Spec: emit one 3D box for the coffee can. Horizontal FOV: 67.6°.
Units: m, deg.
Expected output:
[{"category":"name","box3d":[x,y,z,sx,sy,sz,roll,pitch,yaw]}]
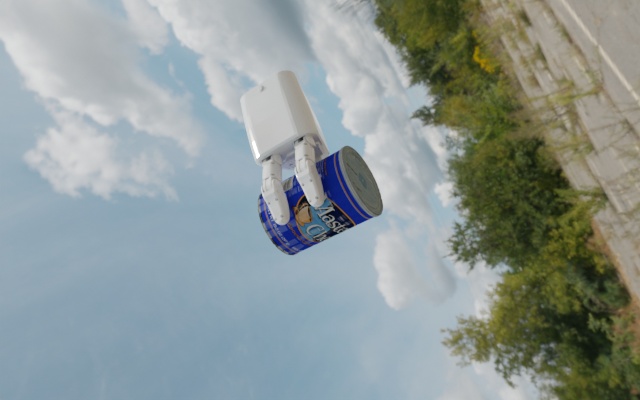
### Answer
[{"category":"coffee can","box3d":[0.000,0.002,0.657,0.140,0.103,0.103,-27,-11,23]}]
